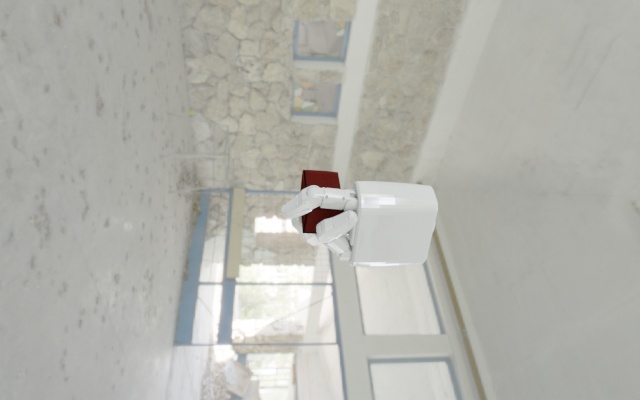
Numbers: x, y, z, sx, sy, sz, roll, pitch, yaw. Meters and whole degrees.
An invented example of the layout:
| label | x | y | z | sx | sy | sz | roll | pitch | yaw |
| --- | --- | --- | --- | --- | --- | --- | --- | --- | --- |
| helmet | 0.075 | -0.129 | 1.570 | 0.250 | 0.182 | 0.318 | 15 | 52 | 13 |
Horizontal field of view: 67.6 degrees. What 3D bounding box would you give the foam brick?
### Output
| label | x | y | z | sx | sy | sz | roll | pitch | yaw |
| --- | --- | --- | --- | --- | --- | --- | --- | --- | --- |
| foam brick | 0.000 | 0.002 | 0.669 | 0.051 | 0.078 | 0.053 | 1 | -44 | -8 |
